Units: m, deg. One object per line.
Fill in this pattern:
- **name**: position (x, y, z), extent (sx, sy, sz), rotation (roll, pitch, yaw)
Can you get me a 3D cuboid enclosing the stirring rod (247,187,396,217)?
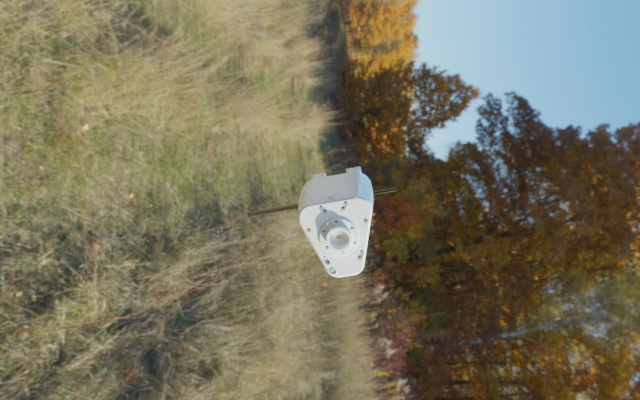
- **stirring rod**: position (0.000, 0.003, 0.762), extent (0.239, 0.011, 0.011), rotation (-10, -1, 6)
